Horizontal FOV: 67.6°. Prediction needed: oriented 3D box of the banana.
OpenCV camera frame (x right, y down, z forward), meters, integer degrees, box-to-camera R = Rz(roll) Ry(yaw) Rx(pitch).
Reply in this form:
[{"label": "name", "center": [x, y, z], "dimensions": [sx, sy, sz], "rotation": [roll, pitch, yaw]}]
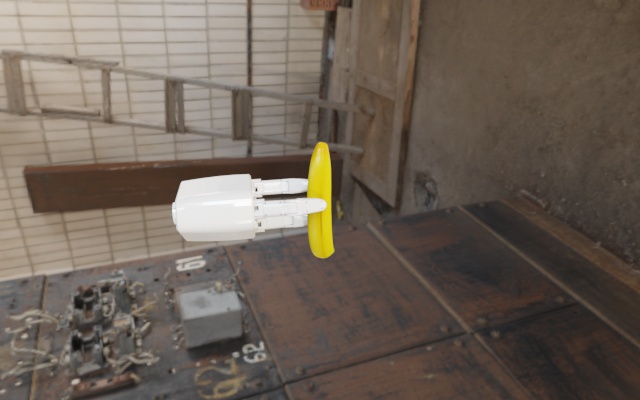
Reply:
[{"label": "banana", "center": [-0.001, 0.014, 0.720], "dimensions": [0.037, 0.198, 0.069], "rotation": [0, 28, 4]}]
